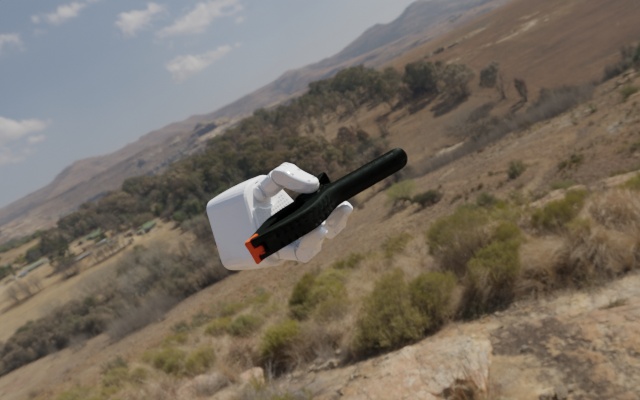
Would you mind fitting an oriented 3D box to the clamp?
[{"bbox_3d":[-0.001,0.001,0.563,0.164,0.036,0.210,-19,16,46],"label":"clamp"}]
